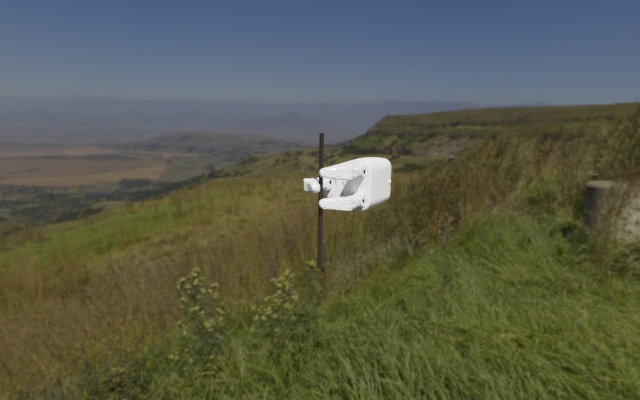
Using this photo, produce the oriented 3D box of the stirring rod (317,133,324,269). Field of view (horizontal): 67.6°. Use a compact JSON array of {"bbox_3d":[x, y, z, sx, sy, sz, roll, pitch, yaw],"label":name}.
[{"bbox_3d":[0.000,0.003,0.841,0.011,0.239,0.011,1,9,0],"label":"stirring rod"}]
